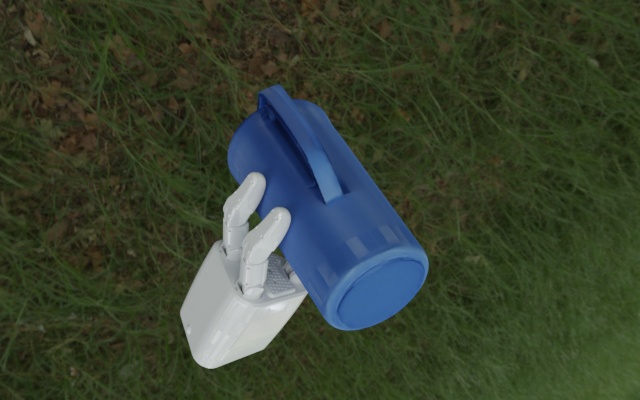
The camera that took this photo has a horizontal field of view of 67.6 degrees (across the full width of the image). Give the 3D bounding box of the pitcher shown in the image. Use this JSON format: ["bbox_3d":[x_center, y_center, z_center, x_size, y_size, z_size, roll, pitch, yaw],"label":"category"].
[{"bbox_3d":[0.000,0.002,0.490,0.149,0.145,0.242,15,29,-42],"label":"pitcher"}]
